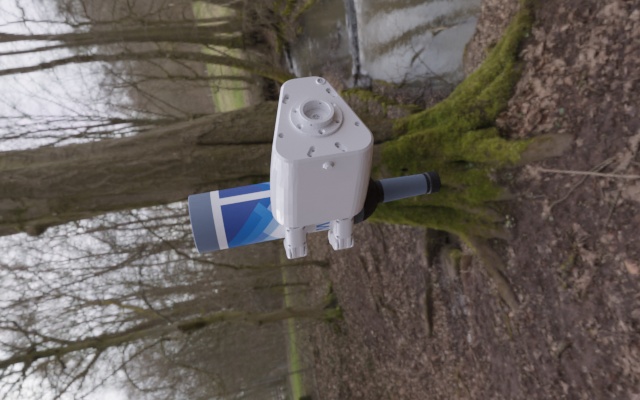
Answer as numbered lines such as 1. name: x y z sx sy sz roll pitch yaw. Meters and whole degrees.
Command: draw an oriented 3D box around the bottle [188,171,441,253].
1. bottle: 0.000 0.002 0.563 0.296 0.069 0.069 -10 2 -10
